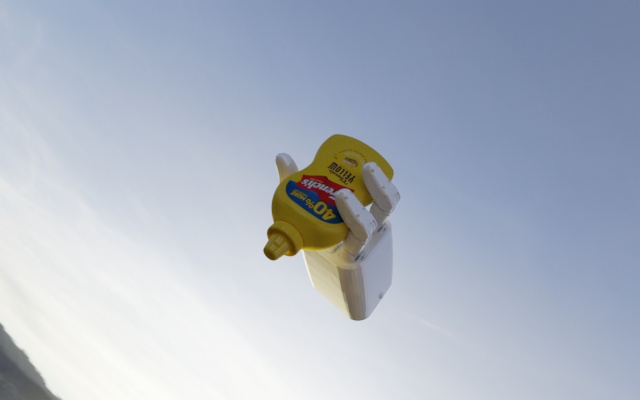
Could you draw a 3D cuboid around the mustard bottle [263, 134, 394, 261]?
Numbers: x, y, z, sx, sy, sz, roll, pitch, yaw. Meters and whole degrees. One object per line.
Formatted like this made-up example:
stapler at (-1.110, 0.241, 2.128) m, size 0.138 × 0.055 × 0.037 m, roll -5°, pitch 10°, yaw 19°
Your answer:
mustard bottle at (0.000, 0.001, 0.549) m, size 0.096 × 0.058 × 0.191 m, roll 35°, pitch 52°, yaw 11°
